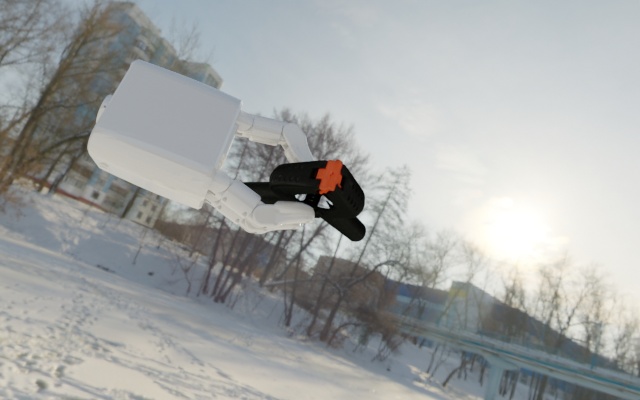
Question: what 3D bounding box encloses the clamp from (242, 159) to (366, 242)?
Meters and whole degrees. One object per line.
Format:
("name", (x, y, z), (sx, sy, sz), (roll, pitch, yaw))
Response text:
("clamp", (0.000, 0.001, 0.494), (0.164, 0.036, 0.210), (20, -14, -13))
